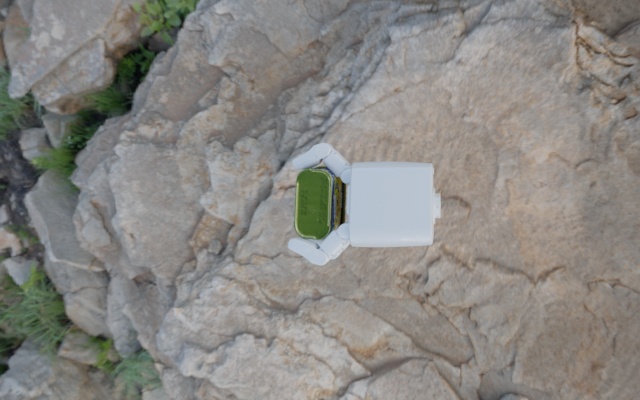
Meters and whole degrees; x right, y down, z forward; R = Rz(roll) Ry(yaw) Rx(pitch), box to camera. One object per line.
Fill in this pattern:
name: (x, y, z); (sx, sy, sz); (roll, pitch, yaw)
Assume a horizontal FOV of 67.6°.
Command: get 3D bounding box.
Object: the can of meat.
can of meat: (0.000, 0.002, 0.675); (0.057, 0.102, 0.084); (3, 5, 14)
